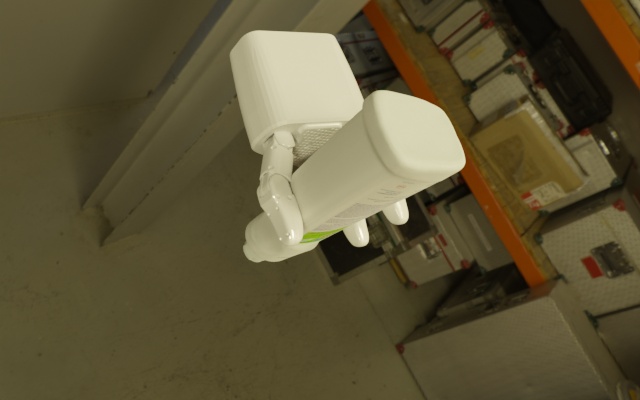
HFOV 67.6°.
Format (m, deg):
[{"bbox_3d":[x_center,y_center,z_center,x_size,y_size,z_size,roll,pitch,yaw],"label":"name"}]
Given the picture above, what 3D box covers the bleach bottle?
[{"bbox_3d":[0.000,0.001,0.434,0.102,0.068,0.251,0,-25,-44],"label":"bleach bottle"}]
